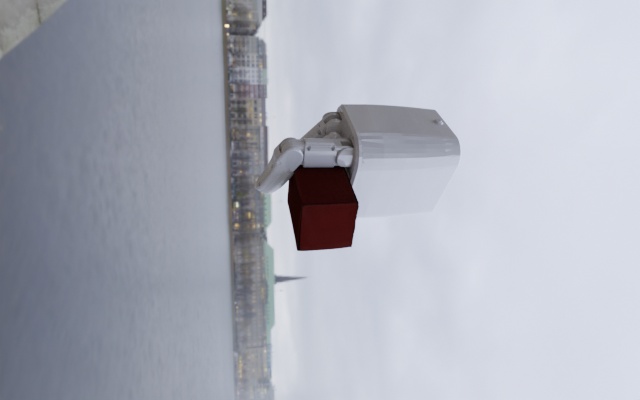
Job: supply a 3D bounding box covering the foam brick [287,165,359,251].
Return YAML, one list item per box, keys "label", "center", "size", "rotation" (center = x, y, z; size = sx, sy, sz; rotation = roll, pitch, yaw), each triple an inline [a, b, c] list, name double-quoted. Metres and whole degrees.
- label: "foam brick"
  center: [0.000, 0.002, 0.442]
  size: [0.051, 0.053, 0.078]
  rotation: [-1, 37, -11]
